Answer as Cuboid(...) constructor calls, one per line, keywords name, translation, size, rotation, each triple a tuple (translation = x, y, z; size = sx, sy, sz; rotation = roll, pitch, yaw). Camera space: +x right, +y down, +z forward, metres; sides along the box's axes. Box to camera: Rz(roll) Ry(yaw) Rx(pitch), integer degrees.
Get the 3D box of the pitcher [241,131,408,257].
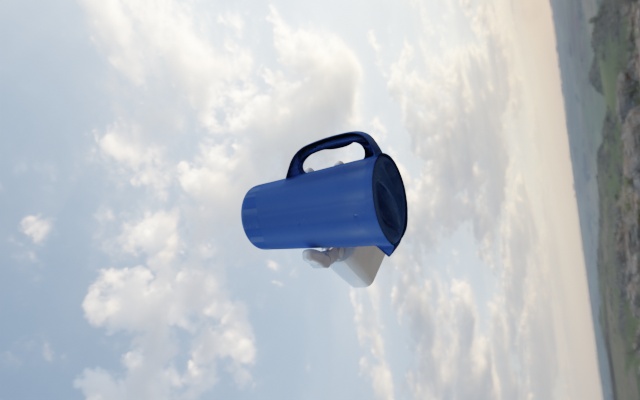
Cuboid(name="pitcher", translation=(0.000, 0.003, 0.730), size=(0.243, 0.149, 0.145), rotation=(-8, -35, 29))
